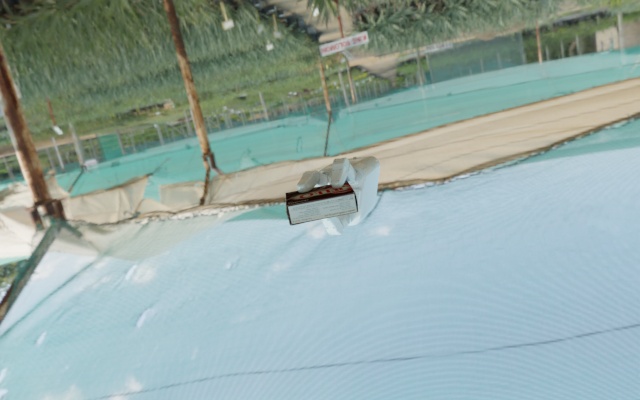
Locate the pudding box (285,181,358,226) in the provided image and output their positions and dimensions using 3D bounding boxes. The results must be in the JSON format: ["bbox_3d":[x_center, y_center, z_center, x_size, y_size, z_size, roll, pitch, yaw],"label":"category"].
[{"bbox_3d":[0.000,0.003,0.780,0.113,0.039,0.090,-13,13,-1],"label":"pudding box"}]
